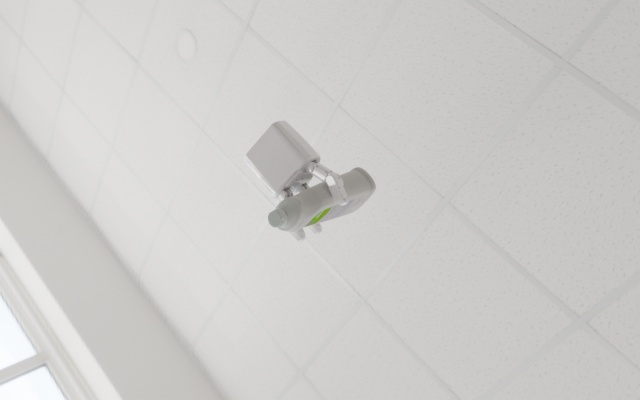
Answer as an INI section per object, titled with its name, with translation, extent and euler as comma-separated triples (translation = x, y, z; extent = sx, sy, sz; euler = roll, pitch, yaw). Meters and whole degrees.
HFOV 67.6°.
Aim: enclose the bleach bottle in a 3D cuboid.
[bleach bottle]
translation = 0.000, 0.003, 0.890
extent = 0.251, 0.068, 0.103
euler = -18, -27, -52
